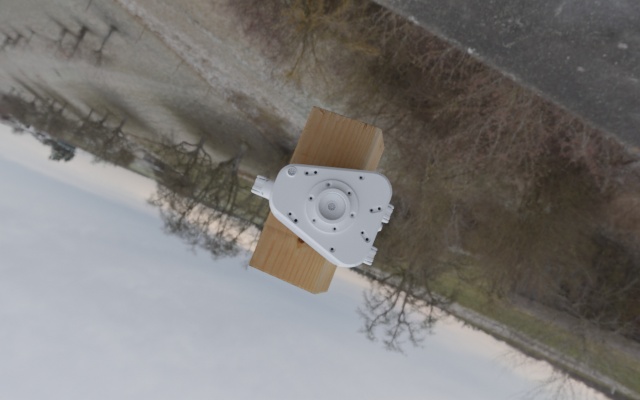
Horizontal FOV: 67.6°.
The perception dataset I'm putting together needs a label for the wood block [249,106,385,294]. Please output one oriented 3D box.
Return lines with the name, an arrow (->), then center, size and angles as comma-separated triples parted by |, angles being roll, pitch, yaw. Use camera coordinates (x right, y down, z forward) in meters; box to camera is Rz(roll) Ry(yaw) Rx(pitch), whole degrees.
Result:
wood block -> 0.000, 0.002, 0.599 | 0.091, 0.206, 0.090 | 21, -4, 12
